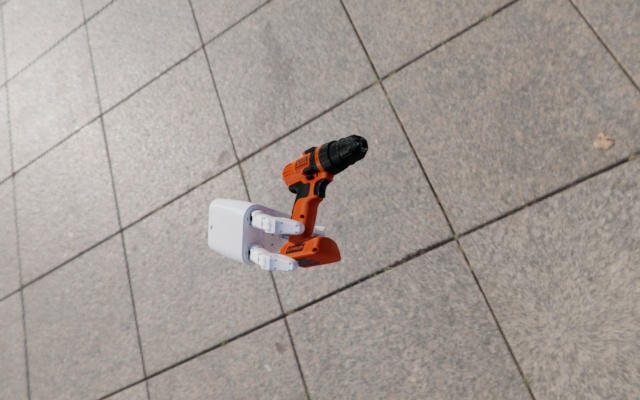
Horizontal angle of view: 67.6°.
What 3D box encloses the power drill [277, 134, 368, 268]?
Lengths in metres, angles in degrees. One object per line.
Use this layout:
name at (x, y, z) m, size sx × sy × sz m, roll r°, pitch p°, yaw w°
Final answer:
power drill at (0.000, 0.003, 0.731) m, size 0.057 × 0.187 × 0.184 m, roll 21°, pitch -26°, yaw -32°
